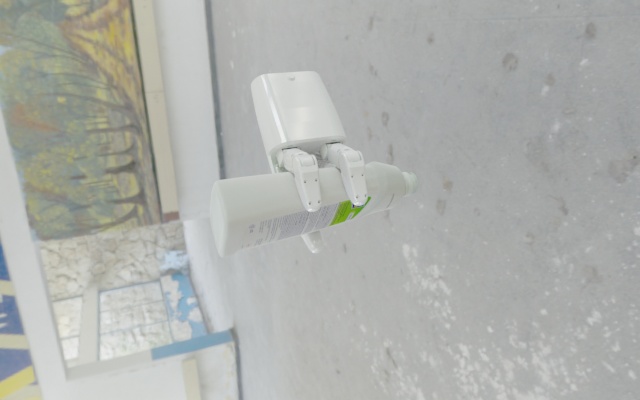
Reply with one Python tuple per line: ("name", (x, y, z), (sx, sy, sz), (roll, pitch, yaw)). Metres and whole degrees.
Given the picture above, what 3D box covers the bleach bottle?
("bleach bottle", (0.000, 0.002, 0.573), (0.251, 0.068, 0.103), (-10, -25, -21))
